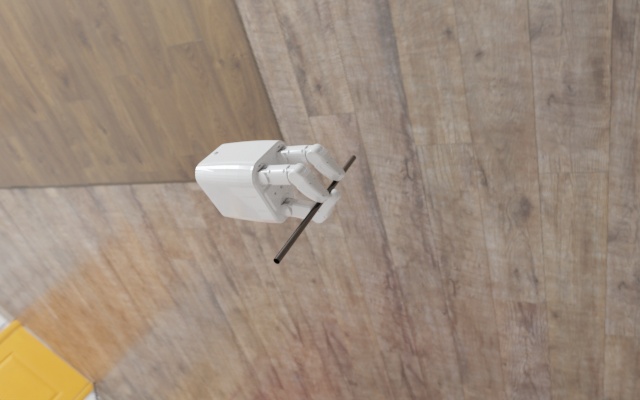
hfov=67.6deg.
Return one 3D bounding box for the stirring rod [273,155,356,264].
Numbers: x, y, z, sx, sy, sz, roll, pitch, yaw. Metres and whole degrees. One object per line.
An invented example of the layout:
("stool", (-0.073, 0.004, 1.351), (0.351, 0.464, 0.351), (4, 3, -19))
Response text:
("stirring rod", (0.000, 0.002, 0.621), (0.011, 0.011, 0.239), (0, 33, 29))
